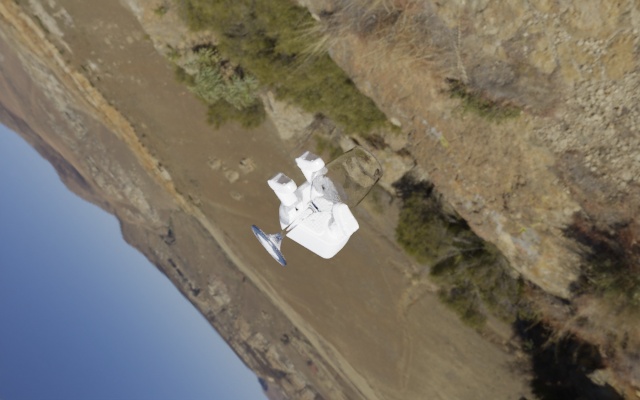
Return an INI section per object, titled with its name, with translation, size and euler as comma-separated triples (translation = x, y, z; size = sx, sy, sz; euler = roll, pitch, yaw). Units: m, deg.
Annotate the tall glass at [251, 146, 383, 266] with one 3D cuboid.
[tall glass]
translation = 0.000, 0.003, 0.697
size = 0.201, 0.079, 0.079
euler = -40, 13, -16
